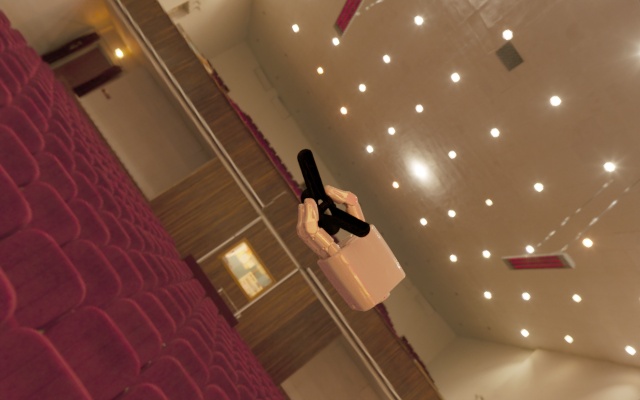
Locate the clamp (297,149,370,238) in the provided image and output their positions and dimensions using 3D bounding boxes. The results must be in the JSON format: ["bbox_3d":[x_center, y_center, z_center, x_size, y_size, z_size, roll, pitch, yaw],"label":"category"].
[{"bbox_3d":[0.001,0.002,0.811,0.036,0.164,0.210,-35,0,-17],"label":"clamp"}]
